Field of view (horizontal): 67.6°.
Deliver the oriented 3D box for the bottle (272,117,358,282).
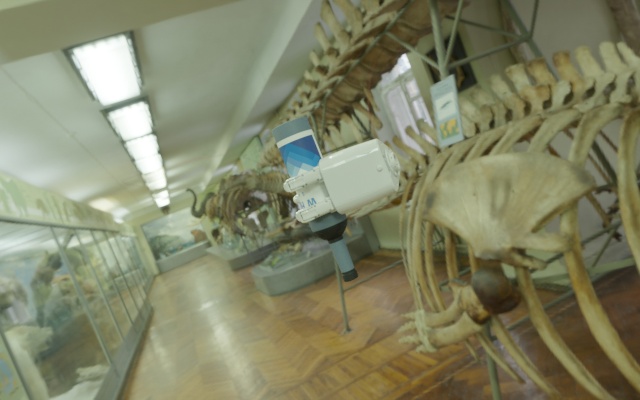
[{"bbox_3d":[0.000,0.003,0.839,0.069,0.296,0.069,-22,3,1],"label":"bottle"}]
